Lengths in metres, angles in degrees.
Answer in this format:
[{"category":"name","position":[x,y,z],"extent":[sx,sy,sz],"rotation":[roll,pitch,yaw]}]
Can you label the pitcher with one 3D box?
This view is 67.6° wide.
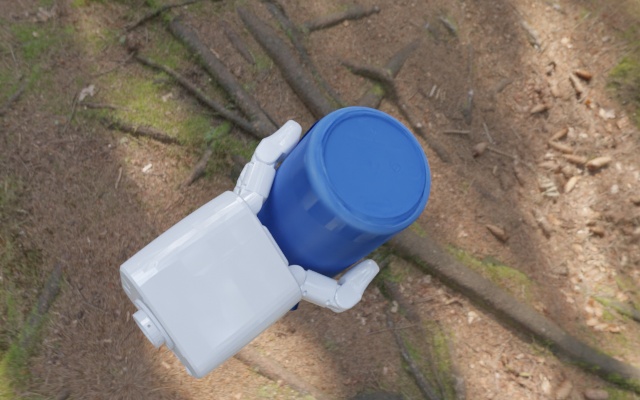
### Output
[{"category":"pitcher","position":[0.000,0.002,0.472],"extent":[0.145,0.149,0.243],"rotation":[-37,-3,-28]}]
